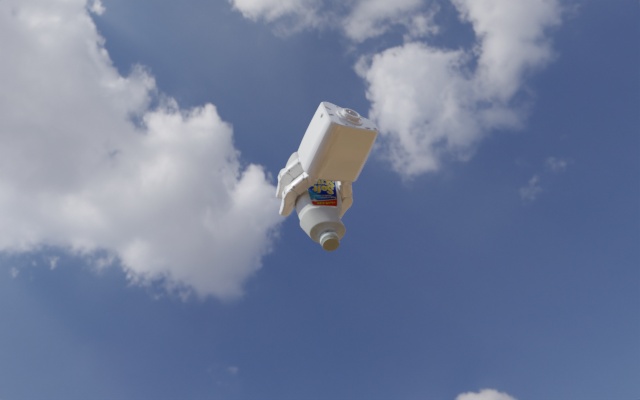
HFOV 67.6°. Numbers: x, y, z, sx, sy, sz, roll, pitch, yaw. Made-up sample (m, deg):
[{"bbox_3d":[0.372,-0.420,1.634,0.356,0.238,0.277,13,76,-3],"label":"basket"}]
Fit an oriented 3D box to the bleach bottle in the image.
[{"bbox_3d":[0.000,0.003,0.876,0.102,0.068,0.250,14,30,-23],"label":"bleach bottle"}]
